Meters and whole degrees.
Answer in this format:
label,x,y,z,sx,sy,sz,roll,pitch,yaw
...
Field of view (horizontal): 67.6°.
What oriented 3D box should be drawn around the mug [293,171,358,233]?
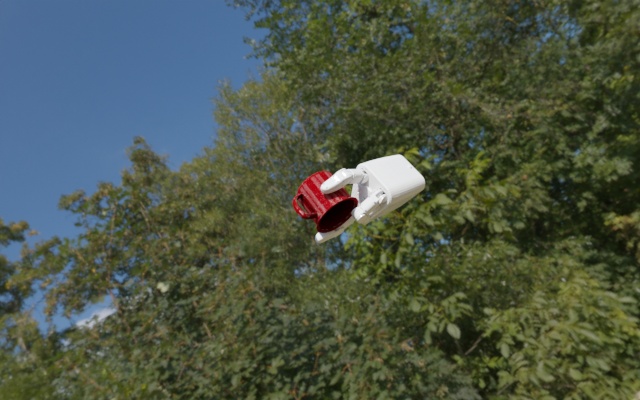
label,x,y,z,sx,sy,sz,roll,pitch,yaw
mug,-0.001,0.003,0.880,0.117,0.081,0.093,-18,-34,-36
